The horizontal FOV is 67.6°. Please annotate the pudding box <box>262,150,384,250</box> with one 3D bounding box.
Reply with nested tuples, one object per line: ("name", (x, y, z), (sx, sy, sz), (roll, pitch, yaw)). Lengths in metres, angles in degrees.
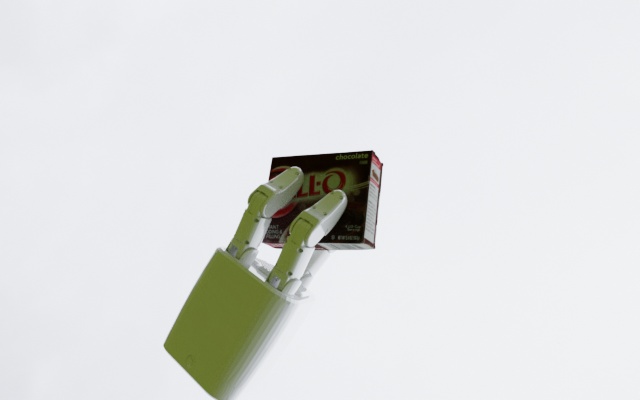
("pudding box", (0.000, 0.002, 0.461), (0.113, 0.090, 0.039), (-1, -18, 25))
